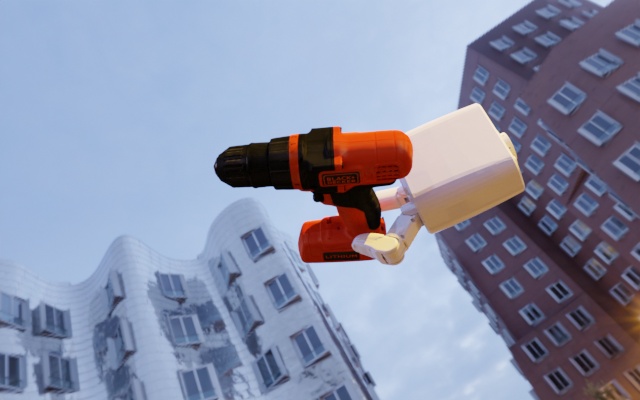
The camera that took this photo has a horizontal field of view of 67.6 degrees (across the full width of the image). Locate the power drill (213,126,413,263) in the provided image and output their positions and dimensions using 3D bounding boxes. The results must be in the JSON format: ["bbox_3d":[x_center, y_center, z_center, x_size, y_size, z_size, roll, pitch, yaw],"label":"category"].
[{"bbox_3d":[0.000,0.002,0.499,0.184,0.057,0.188,-3,-33,6],"label":"power drill"}]
